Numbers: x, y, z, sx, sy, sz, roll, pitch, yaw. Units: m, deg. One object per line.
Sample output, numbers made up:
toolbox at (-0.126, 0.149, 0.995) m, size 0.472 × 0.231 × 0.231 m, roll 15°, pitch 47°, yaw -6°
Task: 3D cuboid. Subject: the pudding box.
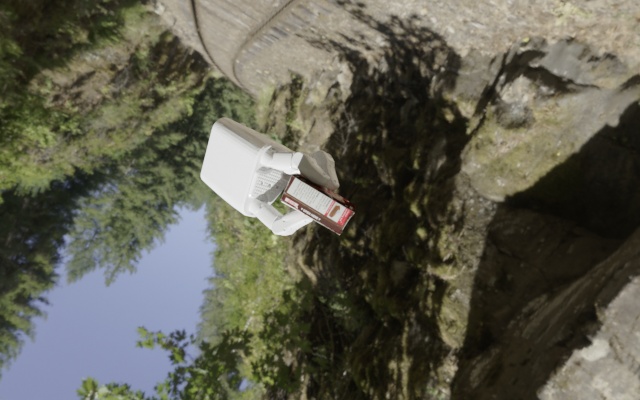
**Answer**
pudding box at (0.000, 0.002, 0.631) m, size 0.090 × 0.039 × 0.113 m, roll 30°, pitch 8°, yaw 2°
